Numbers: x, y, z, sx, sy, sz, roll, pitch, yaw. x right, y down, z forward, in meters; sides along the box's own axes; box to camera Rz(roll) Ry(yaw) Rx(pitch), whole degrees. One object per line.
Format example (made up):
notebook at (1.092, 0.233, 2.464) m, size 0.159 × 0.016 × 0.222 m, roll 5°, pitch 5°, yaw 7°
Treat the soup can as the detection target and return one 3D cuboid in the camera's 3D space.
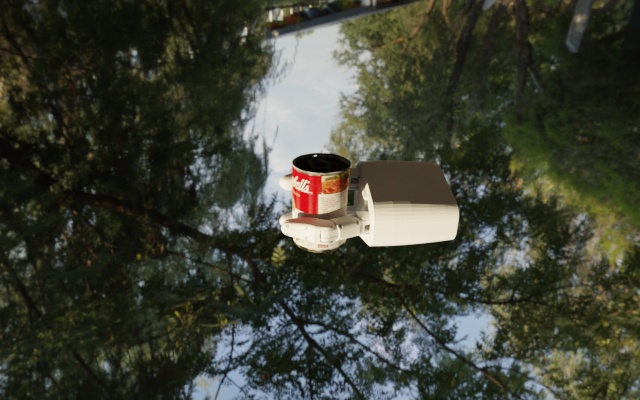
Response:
soup can at (0.000, 0.002, 0.570) m, size 0.068 × 0.102 × 0.068 m, roll 1°, pitch 25°, yaw 0°
